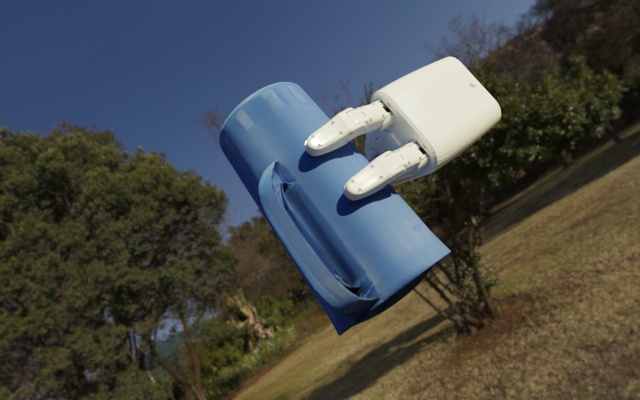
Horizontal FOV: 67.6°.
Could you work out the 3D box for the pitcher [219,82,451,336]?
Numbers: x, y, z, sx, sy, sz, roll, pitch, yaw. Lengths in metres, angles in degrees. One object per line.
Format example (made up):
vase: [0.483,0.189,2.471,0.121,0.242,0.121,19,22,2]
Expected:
pitcher: [0.000,0.001,0.473,0.145,0.242,0.149,-32,-14,-20]
